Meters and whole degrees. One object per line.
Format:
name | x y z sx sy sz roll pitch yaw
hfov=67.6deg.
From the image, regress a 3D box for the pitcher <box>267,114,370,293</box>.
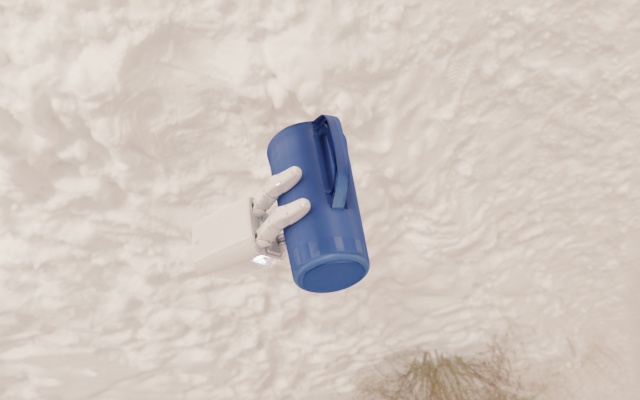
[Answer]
pitcher | 0.000 0.002 0.709 0.145 0.242 0.149 -22 -36 14
